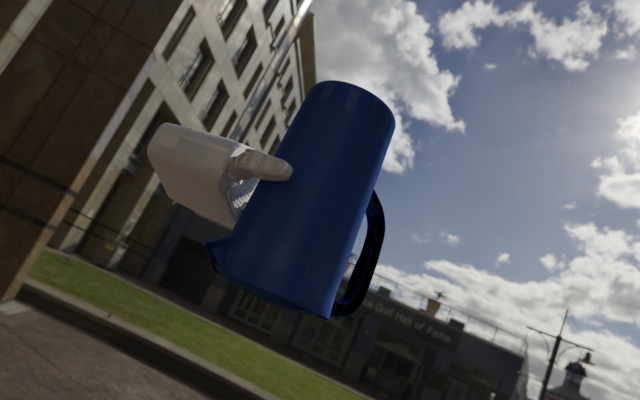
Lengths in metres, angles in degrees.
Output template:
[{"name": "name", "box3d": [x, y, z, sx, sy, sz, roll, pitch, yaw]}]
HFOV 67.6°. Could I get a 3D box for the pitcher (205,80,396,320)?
[{"name": "pitcher", "box3d": [0.000, 0.002, 0.525, 0.145, 0.242, 0.149, 19, -15, 21]}]
